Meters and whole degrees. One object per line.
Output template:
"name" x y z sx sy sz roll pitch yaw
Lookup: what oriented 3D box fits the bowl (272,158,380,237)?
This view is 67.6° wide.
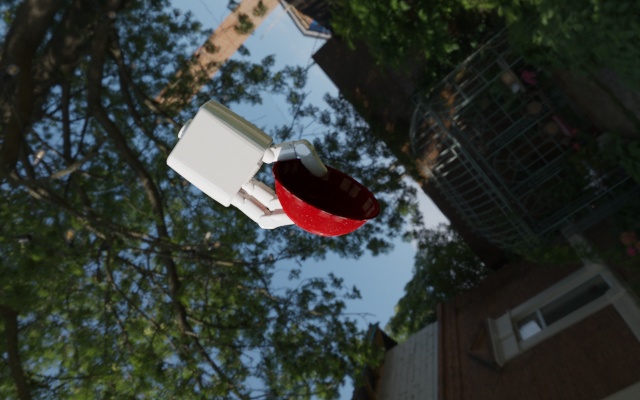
"bowl" 0.001 0.003 0.673 0.162 0.055 0.162 20 24 -9
